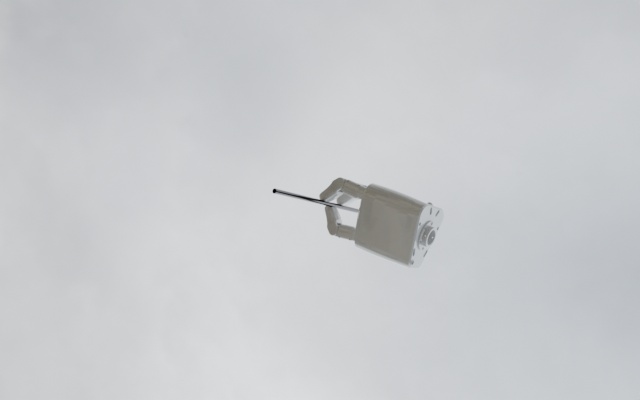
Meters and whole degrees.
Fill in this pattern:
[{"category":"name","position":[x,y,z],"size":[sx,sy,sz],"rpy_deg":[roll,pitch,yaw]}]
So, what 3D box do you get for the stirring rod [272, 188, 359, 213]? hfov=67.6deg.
[{"category":"stirring rod","position":[0.000,0.003,0.811],"size":[0.011,0.011,0.239],"rpy_deg":[0,-8,35]}]
